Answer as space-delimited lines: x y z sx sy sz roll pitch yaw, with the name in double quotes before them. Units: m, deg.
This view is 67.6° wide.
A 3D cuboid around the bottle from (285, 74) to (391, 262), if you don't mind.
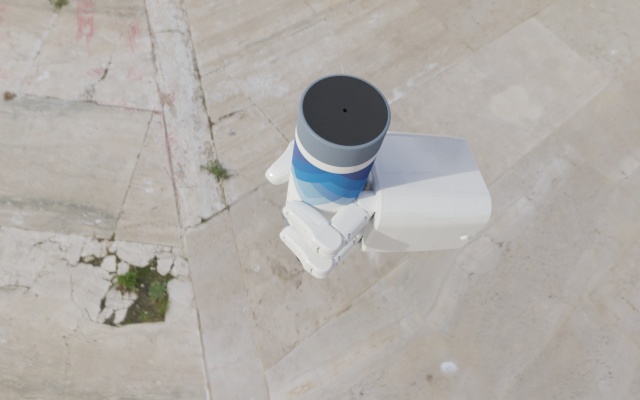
"bottle" 0.000 0.001 0.469 0.069 0.069 0.296 0 -27 -8
